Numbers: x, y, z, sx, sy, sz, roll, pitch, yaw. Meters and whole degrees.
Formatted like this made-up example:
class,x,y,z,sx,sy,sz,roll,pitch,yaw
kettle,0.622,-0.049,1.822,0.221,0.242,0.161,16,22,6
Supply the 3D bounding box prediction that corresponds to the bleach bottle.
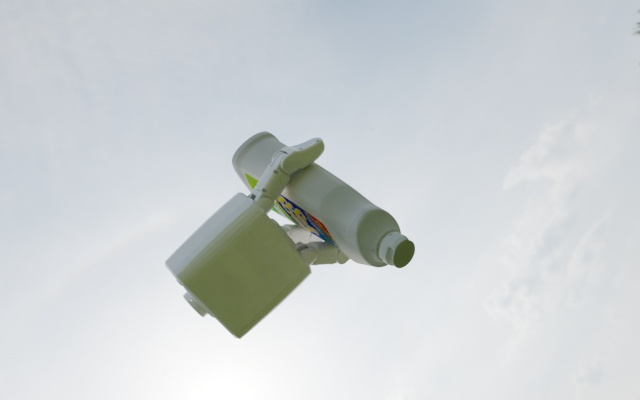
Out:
class,x,y,z,sx,sy,sz,roll,pitch,yaw
bleach bottle,0.000,0.002,0.520,0.068,0.103,0.250,-43,39,-15
